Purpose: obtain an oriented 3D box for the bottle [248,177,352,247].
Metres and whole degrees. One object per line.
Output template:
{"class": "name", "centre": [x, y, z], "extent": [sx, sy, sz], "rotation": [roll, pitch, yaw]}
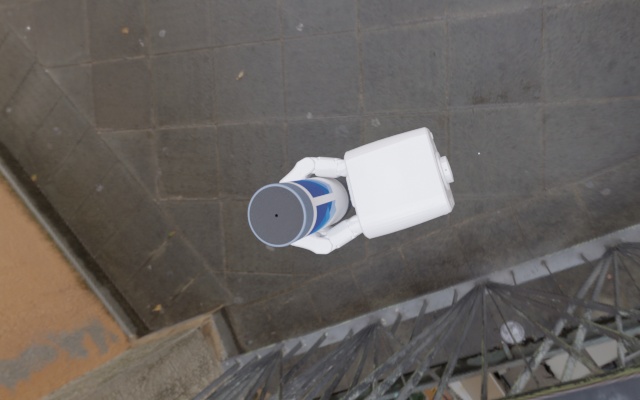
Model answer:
{"class": "bottle", "centre": [0.000, 0.002, 0.634], "extent": [0.069, 0.069, 0.295], "rotation": [0, 5, 18]}
